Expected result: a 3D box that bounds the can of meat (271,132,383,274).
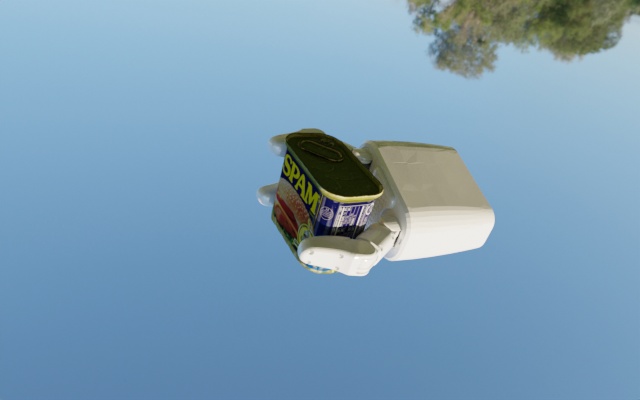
[{"bbox_3d":[0.000,0.002,0.418,0.057,0.084,0.102,-4,38,-29],"label":"can of meat"}]
